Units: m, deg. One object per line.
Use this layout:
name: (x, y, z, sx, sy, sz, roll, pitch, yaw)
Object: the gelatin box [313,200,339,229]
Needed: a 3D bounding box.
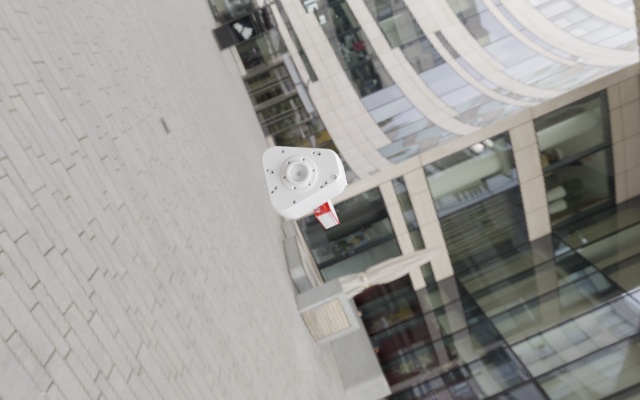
gelatin box: (0.001, 0.003, 0.825, 0.030, 0.073, 0.089, -24, -19, 5)
